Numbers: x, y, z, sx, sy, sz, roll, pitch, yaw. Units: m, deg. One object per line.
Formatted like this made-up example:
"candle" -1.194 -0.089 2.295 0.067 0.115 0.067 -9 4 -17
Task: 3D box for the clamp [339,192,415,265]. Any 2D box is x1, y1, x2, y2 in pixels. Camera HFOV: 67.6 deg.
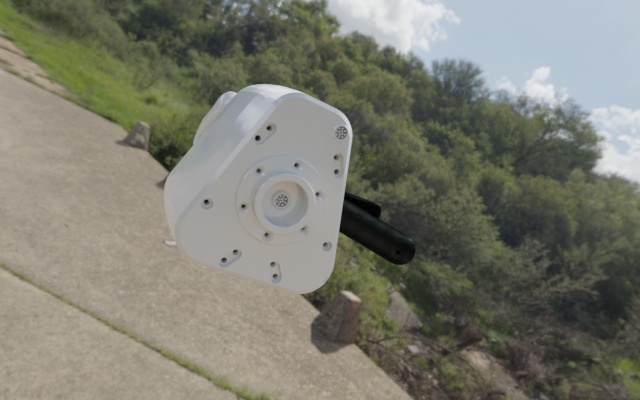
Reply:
"clamp" 0.000 0.001 0.401 0.171 0.039 0.120 22 5 -22
